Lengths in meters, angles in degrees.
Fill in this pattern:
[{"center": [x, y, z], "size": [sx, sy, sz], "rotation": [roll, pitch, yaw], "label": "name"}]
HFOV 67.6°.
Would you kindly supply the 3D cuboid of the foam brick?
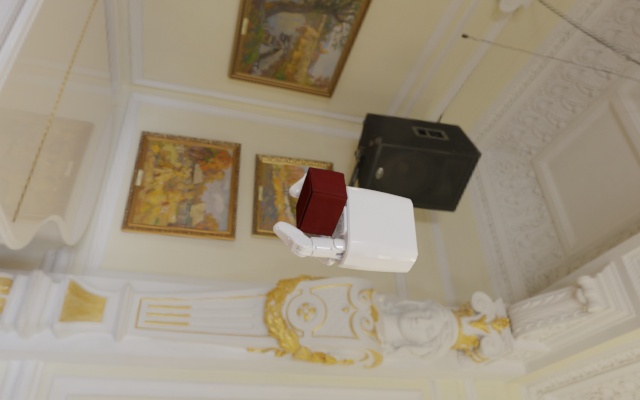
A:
[{"center": [0.000, 0.002, 0.652], "size": [0.051, 0.078, 0.053], "rotation": [9, 42, -13], "label": "foam brick"}]
